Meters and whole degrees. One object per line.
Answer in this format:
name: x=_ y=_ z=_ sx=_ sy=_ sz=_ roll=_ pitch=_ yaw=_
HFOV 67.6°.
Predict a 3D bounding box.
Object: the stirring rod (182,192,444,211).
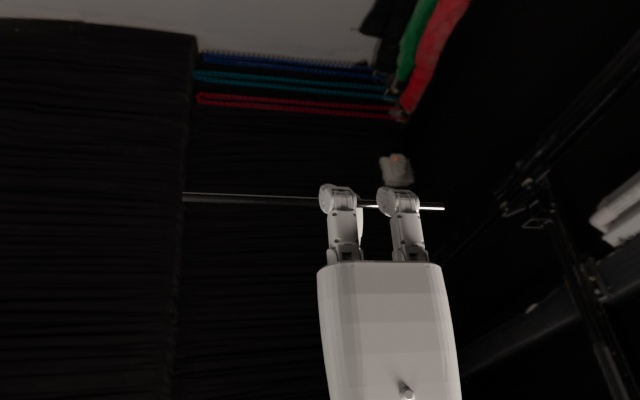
stirring rod: x=0.000 y=0.001 z=0.432 sx=0.239 sy=0.011 sz=0.011 roll=2 pitch=-1 yaw=-13
